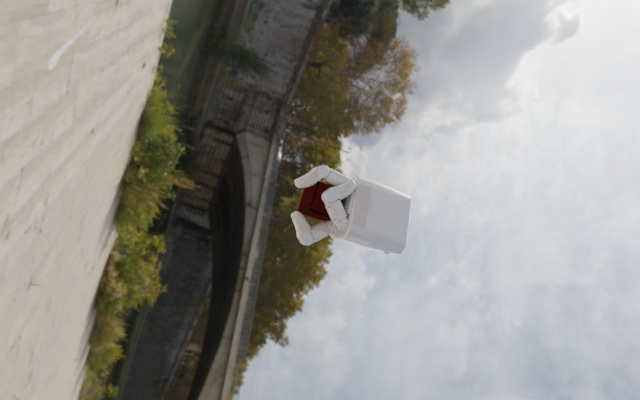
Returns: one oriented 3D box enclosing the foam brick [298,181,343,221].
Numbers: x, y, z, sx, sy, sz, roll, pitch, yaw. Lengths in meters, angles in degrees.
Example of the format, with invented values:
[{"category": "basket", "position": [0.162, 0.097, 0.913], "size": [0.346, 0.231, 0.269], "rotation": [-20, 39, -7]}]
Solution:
[{"category": "foam brick", "position": [0.000, 0.003, 0.811], "size": [0.051, 0.053, 0.078], "rotation": [19, -8, -15]}]
